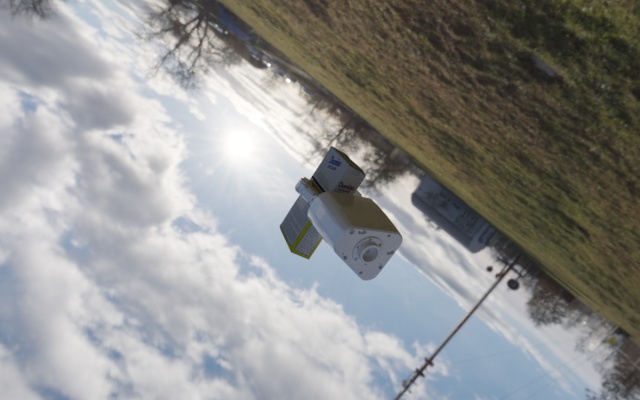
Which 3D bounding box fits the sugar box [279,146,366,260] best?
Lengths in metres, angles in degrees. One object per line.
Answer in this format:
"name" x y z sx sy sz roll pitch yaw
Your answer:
"sugar box" 0.001 0.003 0.813 0.048 0.176 0.093 29 14 -30
